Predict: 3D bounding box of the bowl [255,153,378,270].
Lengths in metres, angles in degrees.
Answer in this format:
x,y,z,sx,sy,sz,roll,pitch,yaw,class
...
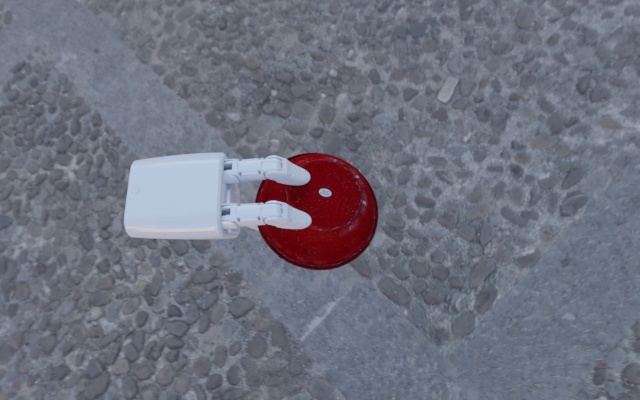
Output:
x,y,z,sx,sy,sz,roll,pitch,yaw,class
0.001,0.002,0.593,0.162,0.162,0.055,0,-21,-10,bowl
